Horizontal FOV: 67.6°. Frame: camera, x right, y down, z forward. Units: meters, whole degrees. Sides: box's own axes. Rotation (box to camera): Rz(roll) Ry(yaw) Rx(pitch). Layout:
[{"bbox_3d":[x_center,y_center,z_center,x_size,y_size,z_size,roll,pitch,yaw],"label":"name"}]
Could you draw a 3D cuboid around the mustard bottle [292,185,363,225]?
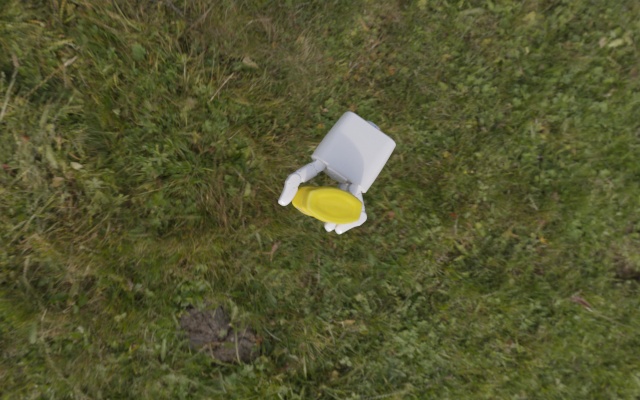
[{"bbox_3d":[0.000,0.003,0.850,0.096,0.058,0.191,12,1,-15],"label":"mustard bottle"}]
